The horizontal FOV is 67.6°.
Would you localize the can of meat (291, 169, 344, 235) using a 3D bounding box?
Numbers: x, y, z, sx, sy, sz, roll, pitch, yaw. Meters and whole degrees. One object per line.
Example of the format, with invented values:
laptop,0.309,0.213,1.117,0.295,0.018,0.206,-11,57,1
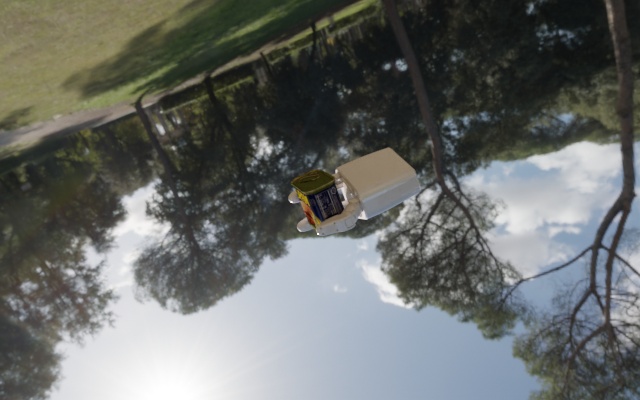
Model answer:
can of meat,0.000,0.003,0.789,0.057,0.084,0.102,-26,20,-12
